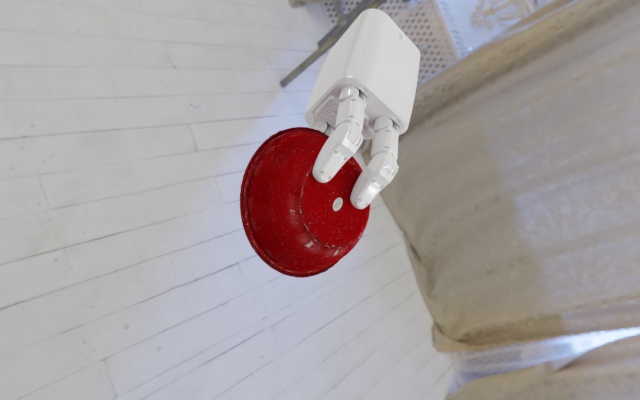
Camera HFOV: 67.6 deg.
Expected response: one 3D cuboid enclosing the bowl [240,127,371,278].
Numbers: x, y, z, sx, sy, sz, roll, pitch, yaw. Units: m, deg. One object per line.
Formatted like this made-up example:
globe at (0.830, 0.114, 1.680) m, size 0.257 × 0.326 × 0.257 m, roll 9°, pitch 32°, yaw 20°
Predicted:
bowl at (0.000, 0.003, 0.493) m, size 0.162 × 0.162 × 0.055 m, roll 0°, pitch 0°, yaw -38°
